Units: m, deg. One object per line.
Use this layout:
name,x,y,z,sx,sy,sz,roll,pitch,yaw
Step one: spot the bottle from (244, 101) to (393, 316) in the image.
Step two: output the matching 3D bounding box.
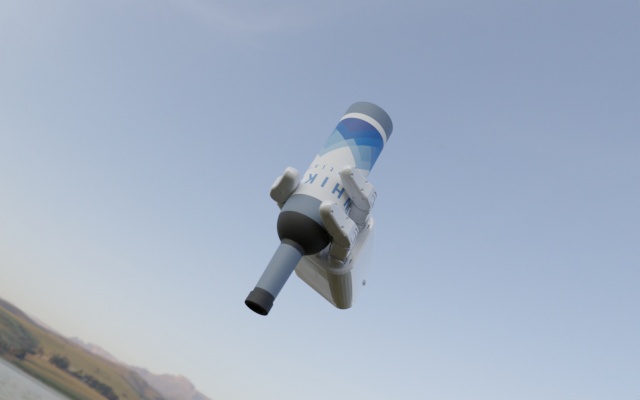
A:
bottle,0.000,0.002,0.556,0.069,0.295,0.069,22,-33,15
